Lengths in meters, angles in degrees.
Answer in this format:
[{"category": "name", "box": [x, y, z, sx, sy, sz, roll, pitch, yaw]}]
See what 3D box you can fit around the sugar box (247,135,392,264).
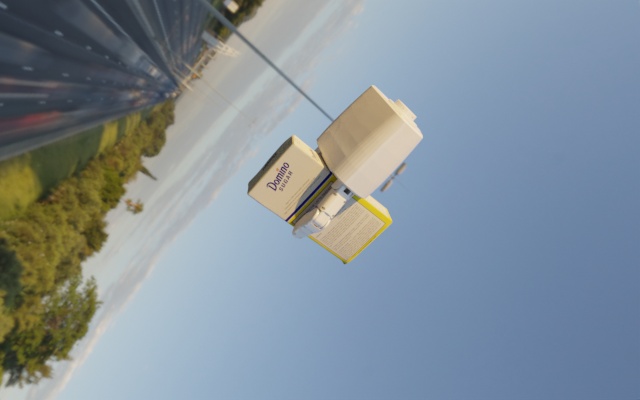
[{"category": "sugar box", "box": [0.000, 0.002, 0.635, 0.176, 0.093, 0.048, 39, 17, -20]}]
